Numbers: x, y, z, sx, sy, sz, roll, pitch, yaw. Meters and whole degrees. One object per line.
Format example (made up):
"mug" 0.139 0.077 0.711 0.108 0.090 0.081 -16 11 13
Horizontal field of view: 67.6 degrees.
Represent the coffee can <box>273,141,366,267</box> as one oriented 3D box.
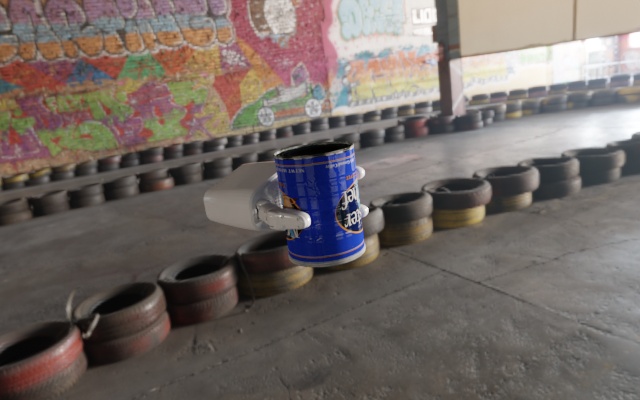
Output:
"coffee can" 0.000 0.002 0.616 0.103 0.140 0.102 -7 14 2
